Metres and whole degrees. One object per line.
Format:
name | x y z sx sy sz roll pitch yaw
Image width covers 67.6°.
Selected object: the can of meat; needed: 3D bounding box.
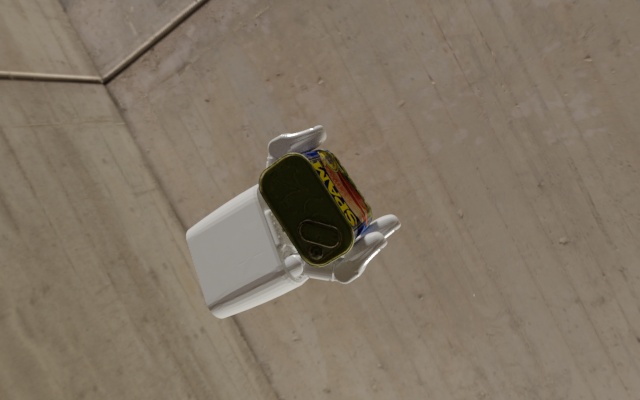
can of meat | 0.000 0.001 0.458 0.057 0.102 0.084 -33 -1 22
